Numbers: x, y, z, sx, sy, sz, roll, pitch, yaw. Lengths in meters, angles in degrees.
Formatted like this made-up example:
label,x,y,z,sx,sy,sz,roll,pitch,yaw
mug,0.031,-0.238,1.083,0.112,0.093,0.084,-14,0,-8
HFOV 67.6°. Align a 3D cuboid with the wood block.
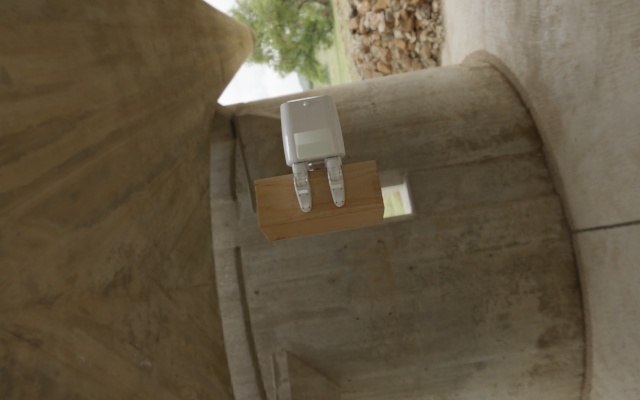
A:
label,x,y,z,sx,sy,sz,roll,pitch,yaw
wood block,0.000,0.002,0.825,0.206,0.090,0.091,-9,-19,2
